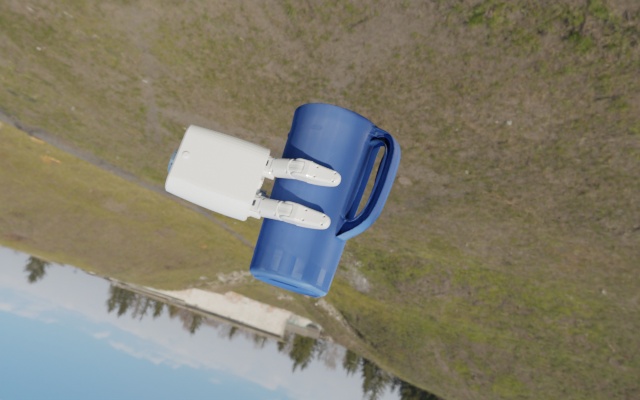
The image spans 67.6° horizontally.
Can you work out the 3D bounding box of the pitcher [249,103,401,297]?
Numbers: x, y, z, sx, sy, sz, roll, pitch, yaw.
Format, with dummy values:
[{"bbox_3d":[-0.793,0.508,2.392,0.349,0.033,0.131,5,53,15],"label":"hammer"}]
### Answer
[{"bbox_3d":[0.000,0.002,0.644,0.145,0.242,0.149,20,-15,-9],"label":"pitcher"}]
